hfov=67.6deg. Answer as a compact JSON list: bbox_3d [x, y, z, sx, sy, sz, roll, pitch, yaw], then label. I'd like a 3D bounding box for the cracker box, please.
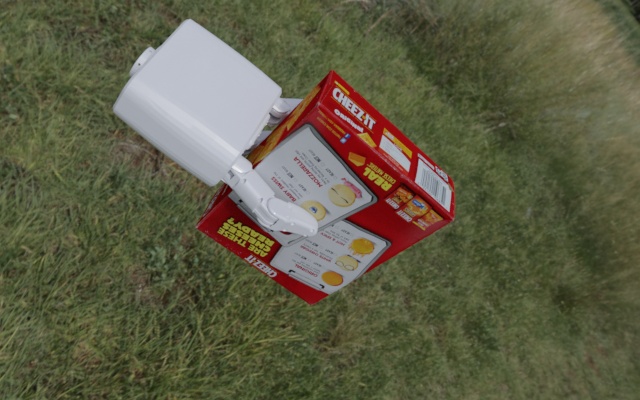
[{"bbox_3d":[0.000,0.002,0.485,0.164,0.072,0.214,38,-50,-17],"label":"cracker box"}]
